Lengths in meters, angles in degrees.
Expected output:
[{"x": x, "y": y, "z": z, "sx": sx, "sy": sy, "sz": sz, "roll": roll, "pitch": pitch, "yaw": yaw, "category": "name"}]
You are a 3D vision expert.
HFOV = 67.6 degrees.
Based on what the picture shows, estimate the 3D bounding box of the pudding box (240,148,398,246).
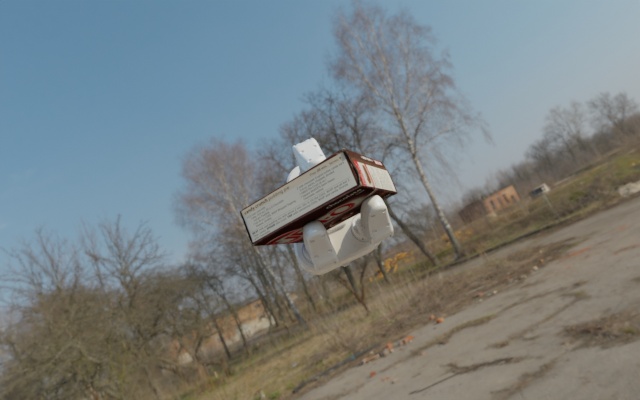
[{"x": 0.000, "y": 0.001, "z": 0.420, "sx": 0.113, "sy": 0.039, "sz": 0.090, "roll": -32, "pitch": -15, "yaw": 22, "category": "pudding box"}]
